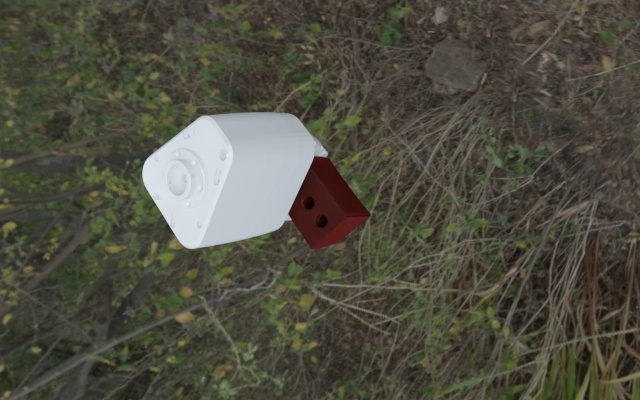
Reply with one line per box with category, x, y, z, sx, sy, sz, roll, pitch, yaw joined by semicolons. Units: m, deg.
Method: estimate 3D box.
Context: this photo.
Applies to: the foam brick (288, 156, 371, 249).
foam brick;0.000;0.002;0.475;0.053;0.078;0.051;-44;-18;24
